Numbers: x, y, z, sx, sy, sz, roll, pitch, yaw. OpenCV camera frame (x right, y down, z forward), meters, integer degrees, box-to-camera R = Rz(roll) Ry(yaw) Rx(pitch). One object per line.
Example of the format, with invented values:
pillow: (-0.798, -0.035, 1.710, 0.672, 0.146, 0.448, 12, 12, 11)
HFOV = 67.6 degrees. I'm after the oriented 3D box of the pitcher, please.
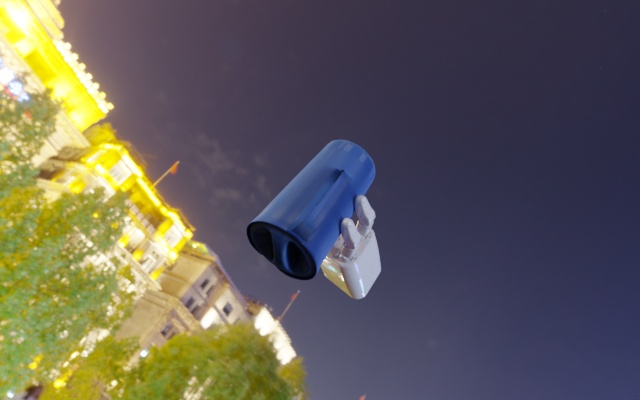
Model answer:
pitcher: (0.000, 0.003, 0.808, 0.149, 0.145, 0.242, 12, 49, 33)
